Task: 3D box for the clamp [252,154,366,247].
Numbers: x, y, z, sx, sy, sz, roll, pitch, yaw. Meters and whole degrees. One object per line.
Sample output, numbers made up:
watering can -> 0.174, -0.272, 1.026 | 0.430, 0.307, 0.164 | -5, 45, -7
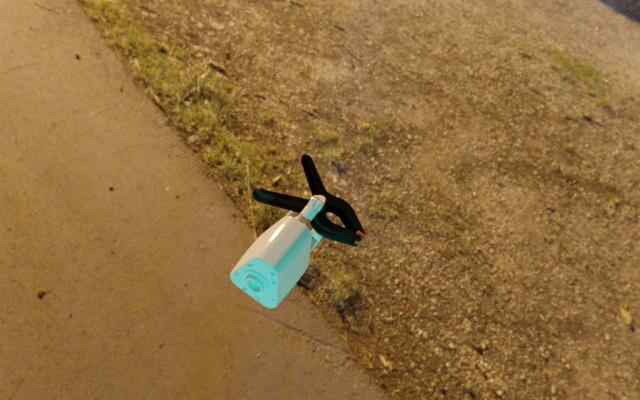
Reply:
clamp -> 0.001, 0.003, 0.886 | 0.210, 0.036, 0.164 | 35, 47, 5
